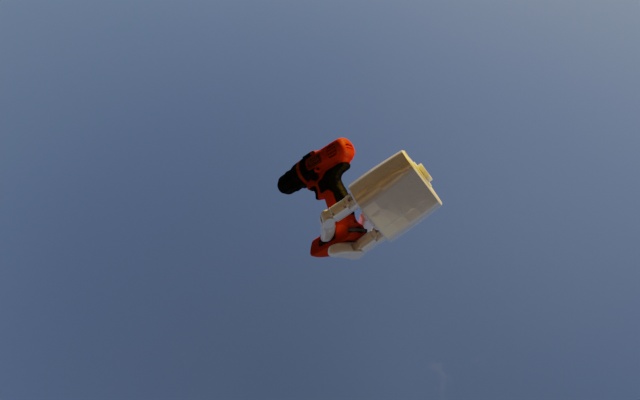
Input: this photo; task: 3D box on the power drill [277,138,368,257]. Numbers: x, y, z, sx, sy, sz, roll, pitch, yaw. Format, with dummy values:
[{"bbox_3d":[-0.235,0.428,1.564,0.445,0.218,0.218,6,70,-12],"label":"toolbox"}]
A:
[{"bbox_3d":[0.000,0.003,0.860,0.057,0.187,0.184,5,-27,-46],"label":"power drill"}]
